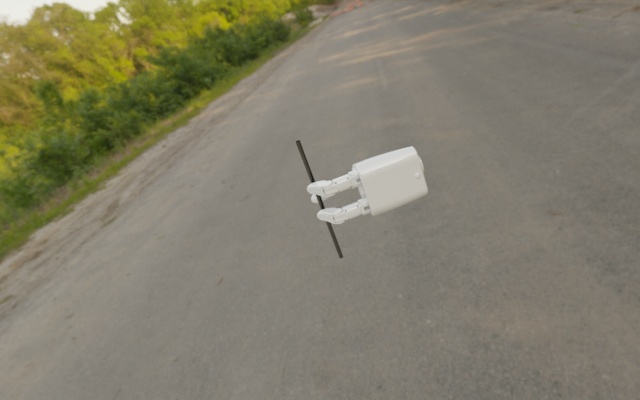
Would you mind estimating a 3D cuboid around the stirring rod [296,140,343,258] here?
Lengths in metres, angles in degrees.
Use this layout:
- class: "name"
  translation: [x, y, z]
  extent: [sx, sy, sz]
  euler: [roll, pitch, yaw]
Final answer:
- class: "stirring rod"
  translation: [0.000, 0.003, 0.866]
  extent: [0.011, 0.240, 0.011]
  euler: [-18, 21, 7]
